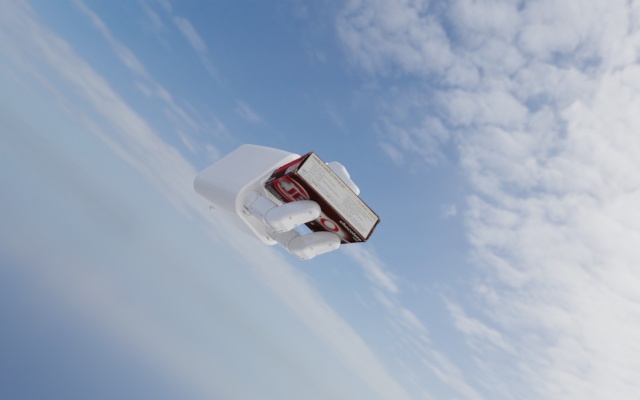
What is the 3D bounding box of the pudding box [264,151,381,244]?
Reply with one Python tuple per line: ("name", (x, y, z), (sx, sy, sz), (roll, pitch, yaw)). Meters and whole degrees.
("pudding box", (0.000, 0.002, 0.541), (0.113, 0.039, 0.090), (42, -23, -16))
